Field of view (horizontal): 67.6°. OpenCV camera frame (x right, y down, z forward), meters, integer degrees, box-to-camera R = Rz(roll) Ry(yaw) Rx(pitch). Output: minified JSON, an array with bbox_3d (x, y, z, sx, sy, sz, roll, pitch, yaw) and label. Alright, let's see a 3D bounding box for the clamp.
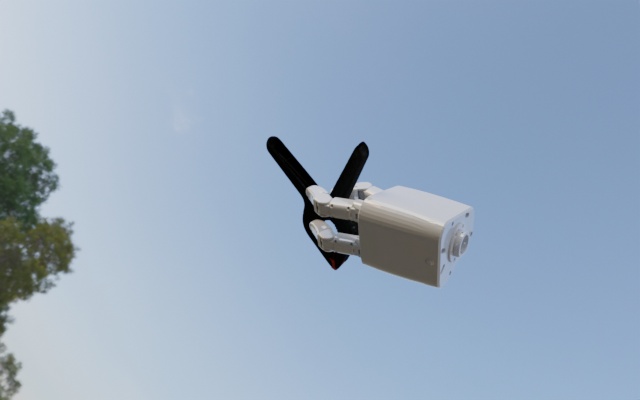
[{"bbox_3d":[0.001,0.002,0.676,0.164,0.210,0.036,17,38,34],"label":"clamp"}]
